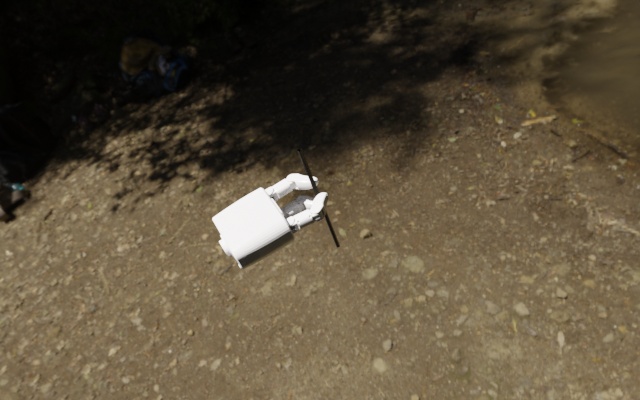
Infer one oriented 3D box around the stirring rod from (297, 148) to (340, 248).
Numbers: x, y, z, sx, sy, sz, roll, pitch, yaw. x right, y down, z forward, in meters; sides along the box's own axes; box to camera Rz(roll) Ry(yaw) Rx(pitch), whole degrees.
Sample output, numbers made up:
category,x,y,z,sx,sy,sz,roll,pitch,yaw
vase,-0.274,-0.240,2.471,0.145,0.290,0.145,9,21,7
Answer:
category,x,y,z,sx,sy,sz,roll,pitch,yaw
stirring rod,0.000,0.003,0.873,0.011,0.240,0.011,-13,39,11
